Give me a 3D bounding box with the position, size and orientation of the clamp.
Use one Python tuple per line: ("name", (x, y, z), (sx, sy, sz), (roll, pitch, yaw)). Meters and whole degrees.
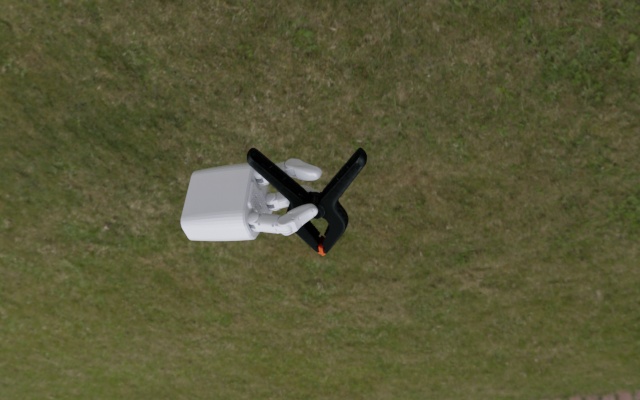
("clamp", (0.000, 0.003, 0.696), (0.164, 0.210, 0.036), (-3, 43, 17))
